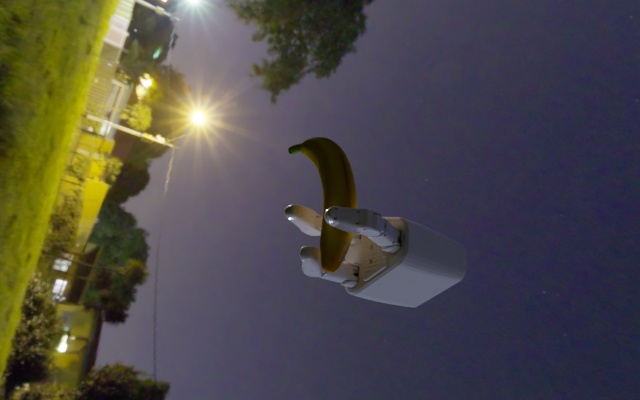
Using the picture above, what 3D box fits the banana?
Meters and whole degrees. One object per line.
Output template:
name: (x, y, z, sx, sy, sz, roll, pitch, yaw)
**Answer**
banana: (0.010, -0.012, 0.544, 0.037, 0.197, 0.070, 21, -53, -34)
